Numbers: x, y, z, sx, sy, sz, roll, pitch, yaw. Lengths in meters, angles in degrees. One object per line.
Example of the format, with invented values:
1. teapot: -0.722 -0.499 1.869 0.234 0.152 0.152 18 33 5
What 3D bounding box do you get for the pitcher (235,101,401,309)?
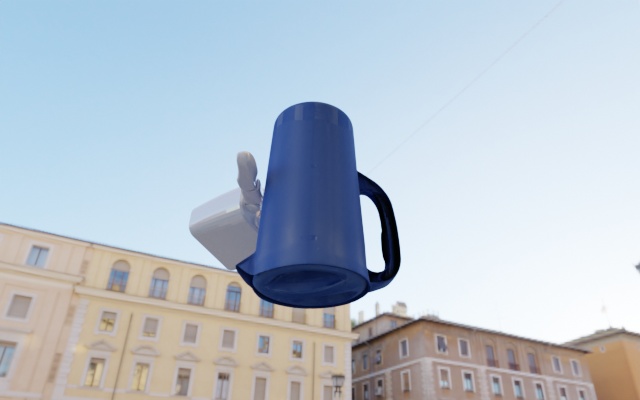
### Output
1. pitcher: 0.000 0.002 0.587 0.145 0.242 0.149 -21 -38 31
